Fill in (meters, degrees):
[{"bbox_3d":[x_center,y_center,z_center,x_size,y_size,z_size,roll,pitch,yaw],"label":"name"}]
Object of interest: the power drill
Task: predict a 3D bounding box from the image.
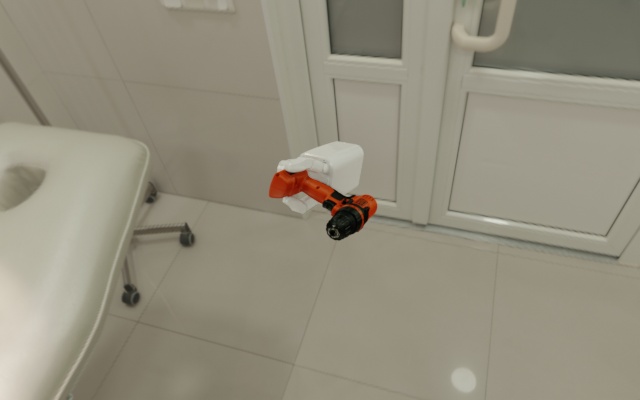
[{"bbox_3d":[0.000,0.003,0.893,0.187,0.057,0.184,27,23,16],"label":"power drill"}]
